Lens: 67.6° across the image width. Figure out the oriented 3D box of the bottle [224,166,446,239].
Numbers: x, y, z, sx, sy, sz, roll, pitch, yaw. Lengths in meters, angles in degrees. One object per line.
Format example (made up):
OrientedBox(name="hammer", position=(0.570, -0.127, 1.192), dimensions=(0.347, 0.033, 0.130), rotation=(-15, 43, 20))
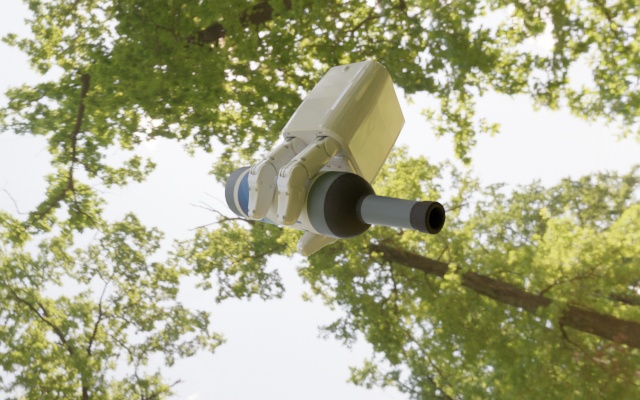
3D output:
OrientedBox(name="bottle", position=(0.000, 0.002, 0.501), dimensions=(0.069, 0.069, 0.295), rotation=(0, 5, -40))
